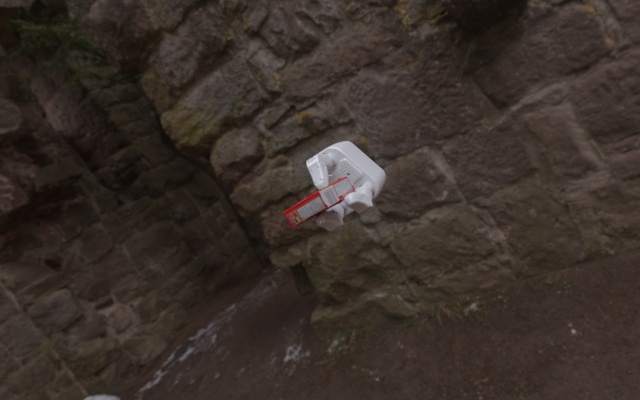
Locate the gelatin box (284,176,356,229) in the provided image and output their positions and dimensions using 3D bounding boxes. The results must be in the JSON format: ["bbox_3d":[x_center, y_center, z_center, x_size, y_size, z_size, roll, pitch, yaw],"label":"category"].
[{"bbox_3d":[0.000,0.002,0.694,0.073,0.030,0.089,-30,0,34],"label":"gelatin box"}]
